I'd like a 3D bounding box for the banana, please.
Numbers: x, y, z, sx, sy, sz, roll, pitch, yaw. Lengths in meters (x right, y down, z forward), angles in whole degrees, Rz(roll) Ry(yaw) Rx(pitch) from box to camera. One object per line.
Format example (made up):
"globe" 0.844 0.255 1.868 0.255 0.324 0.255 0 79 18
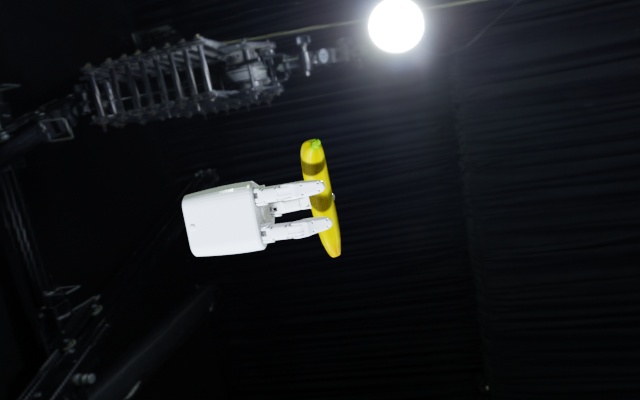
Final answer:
"banana" -0.001 -0.010 0.701 0.037 0.198 0.069 -11 31 4
